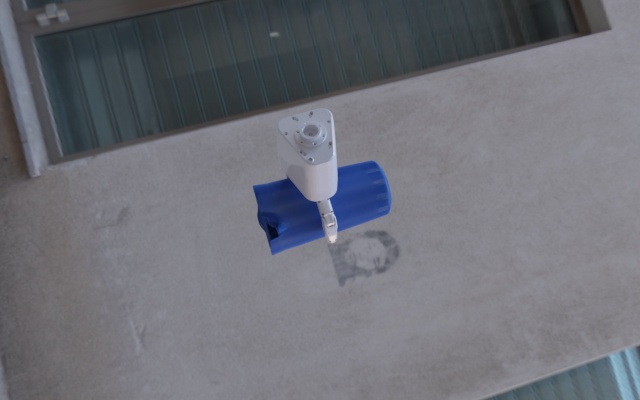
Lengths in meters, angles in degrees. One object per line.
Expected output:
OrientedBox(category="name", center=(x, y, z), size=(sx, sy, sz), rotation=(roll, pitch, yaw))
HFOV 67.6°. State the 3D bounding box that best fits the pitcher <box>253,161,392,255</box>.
OrientedBox(category="pitcher", center=(0.000, 0.003, 0.899), size=(0.243, 0.149, 0.145), rotation=(-16, -29, -7))
